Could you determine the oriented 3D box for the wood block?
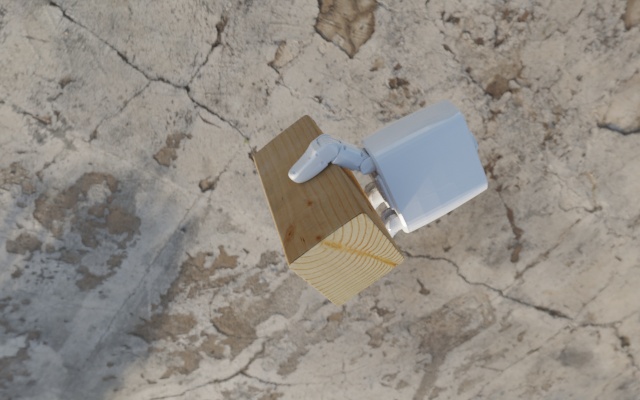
[{"bbox_3d":[0.000,0.001,0.542,0.091,0.090,0.206,47,11,-38],"label":"wood block"}]
